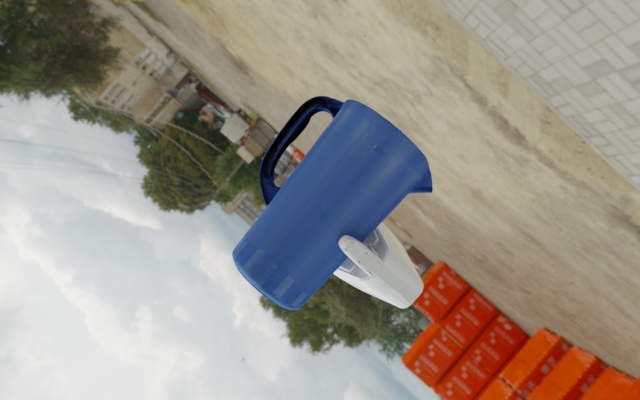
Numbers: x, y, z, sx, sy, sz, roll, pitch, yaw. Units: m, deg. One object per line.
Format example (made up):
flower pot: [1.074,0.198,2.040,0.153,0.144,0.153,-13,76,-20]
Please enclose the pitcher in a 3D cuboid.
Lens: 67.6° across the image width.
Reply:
pitcher: [0.000,0.002,0.579,0.145,0.243,0.149,41,0,-39]
